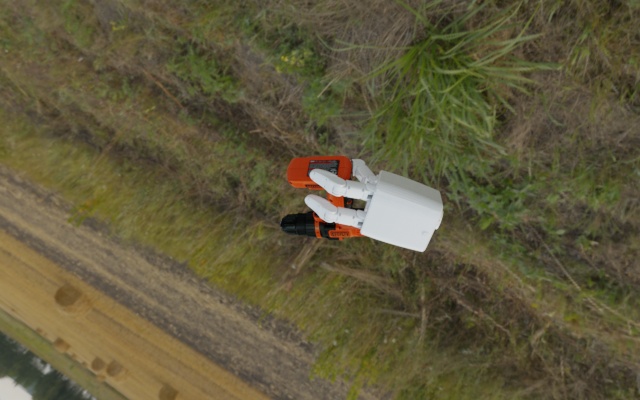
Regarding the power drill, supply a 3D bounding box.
[{"bbox_3d":[0.000,0.003,0.839,0.184,0.057,0.188,-3,-36,12],"label":"power drill"}]
